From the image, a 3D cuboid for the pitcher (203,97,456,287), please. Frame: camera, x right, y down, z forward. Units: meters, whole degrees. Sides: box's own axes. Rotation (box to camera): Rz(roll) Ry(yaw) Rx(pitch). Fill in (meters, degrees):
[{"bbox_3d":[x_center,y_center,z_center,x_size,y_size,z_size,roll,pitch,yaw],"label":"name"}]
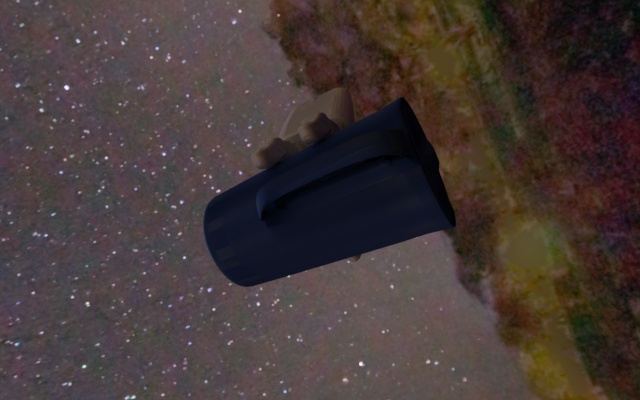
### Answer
[{"bbox_3d":[0.000,0.002,0.483,0.243,0.149,0.145,-23,29,19],"label":"pitcher"}]
